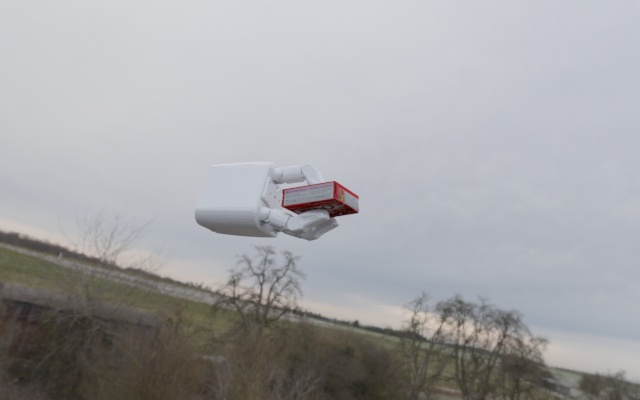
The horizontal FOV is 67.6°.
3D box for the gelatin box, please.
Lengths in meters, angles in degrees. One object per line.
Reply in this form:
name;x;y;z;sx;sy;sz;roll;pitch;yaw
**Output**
gelatin box;0.000;0.002;0.683;0.089;0.030;0.073;-9;-21;29
